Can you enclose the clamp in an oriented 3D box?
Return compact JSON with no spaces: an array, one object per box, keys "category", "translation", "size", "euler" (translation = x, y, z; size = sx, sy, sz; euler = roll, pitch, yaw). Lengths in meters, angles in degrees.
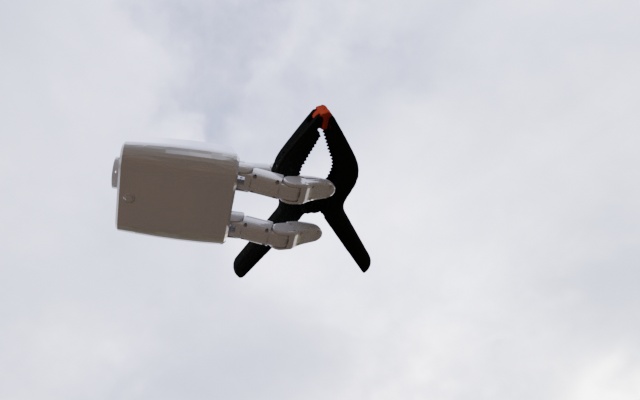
[{"category":"clamp","translation":[0.000,0.001,0.529],"size":[0.164,0.210,0.036],"euler":[6,27,-19]}]
